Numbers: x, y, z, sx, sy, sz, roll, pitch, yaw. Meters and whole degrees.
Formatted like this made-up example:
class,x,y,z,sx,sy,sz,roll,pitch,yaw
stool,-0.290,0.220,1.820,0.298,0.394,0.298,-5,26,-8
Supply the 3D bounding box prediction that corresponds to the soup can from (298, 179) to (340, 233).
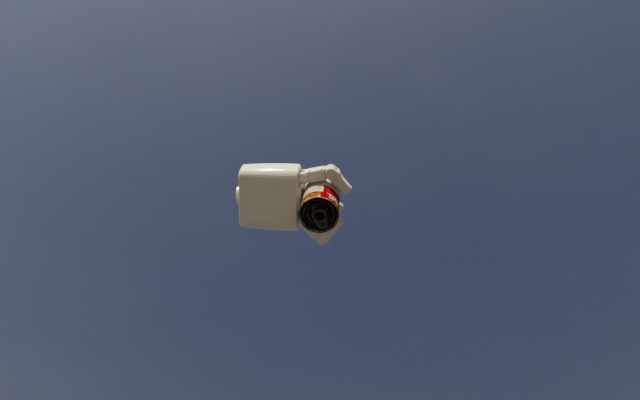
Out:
class,x,y,z,sx,sy,sz,roll,pitch,yaw
soup can,0.001,0.003,0.838,0.068,0.068,0.102,0,26,4
